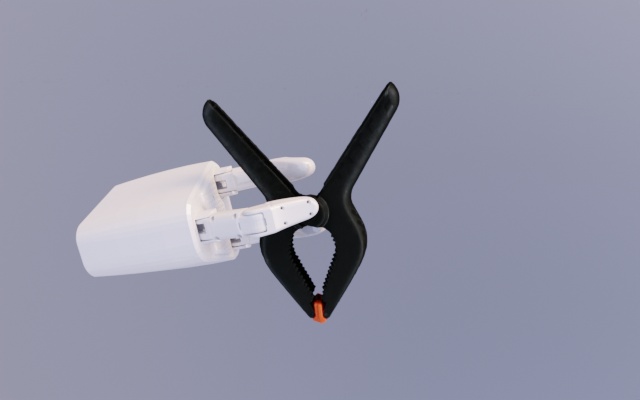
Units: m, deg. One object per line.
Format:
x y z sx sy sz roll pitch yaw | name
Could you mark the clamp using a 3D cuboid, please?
0.000 0.002 0.413 0.164 0.210 0.036 -11 10 7 | clamp
